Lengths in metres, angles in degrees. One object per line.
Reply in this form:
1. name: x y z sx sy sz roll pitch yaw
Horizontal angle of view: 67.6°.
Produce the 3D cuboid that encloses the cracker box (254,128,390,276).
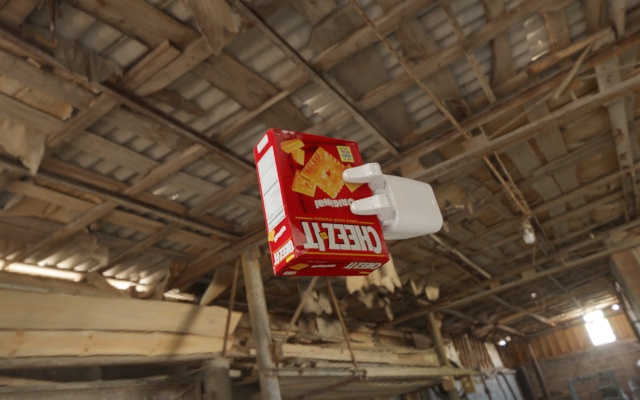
1. cracker box: 0.000 0.002 0.719 0.164 0.213 0.072 6 -32 -32
